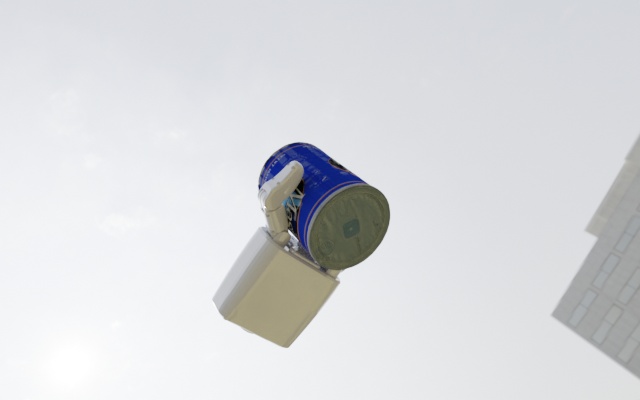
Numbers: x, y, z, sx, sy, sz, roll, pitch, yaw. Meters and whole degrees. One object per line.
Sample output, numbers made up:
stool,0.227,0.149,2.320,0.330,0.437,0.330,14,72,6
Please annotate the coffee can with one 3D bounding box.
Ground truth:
coffee can,0.000,0.002,0.563,0.103,0.103,0.140,0,25,-32
